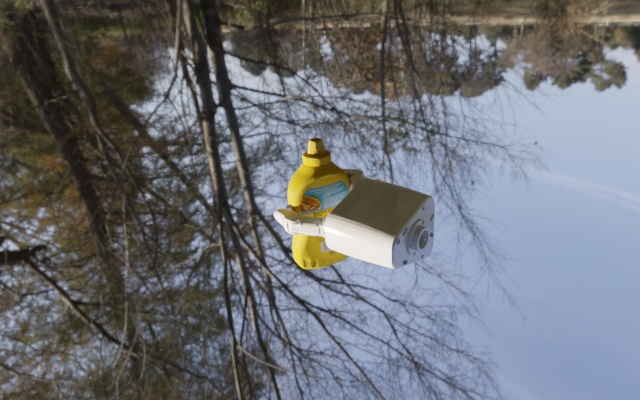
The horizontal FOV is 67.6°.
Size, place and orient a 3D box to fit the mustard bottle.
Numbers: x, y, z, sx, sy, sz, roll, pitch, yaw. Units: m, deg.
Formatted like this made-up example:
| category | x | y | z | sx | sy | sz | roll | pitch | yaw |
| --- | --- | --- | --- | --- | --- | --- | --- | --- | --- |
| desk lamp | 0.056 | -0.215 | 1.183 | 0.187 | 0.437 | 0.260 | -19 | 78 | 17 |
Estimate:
| category | x | y | z | sx | sy | sz | roll | pitch | yaw |
| --- | --- | --- | --- | --- | --- | --- | --- | --- | --- |
| mustard bottle | 0.000 | 0.002 | 0.706 | 0.096 | 0.192 | 0.058 | -15 | 26 | -22 |
